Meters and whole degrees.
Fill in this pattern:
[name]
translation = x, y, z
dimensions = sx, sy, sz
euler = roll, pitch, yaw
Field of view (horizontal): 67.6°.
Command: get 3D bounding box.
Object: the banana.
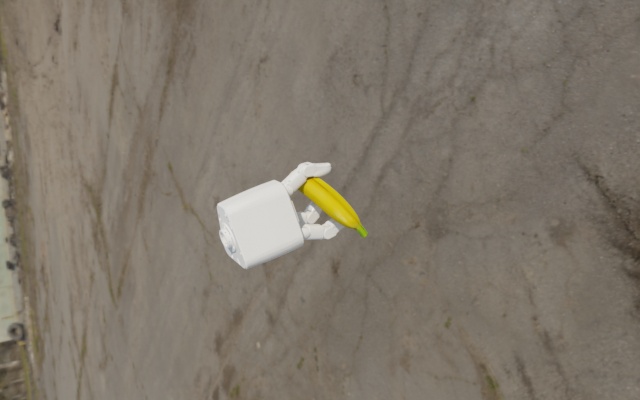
[banana]
translation = -0.001, -0.007, 0.811
dimensions = 0.037, 0.070, 0.197
euler = -37, 55, -17
